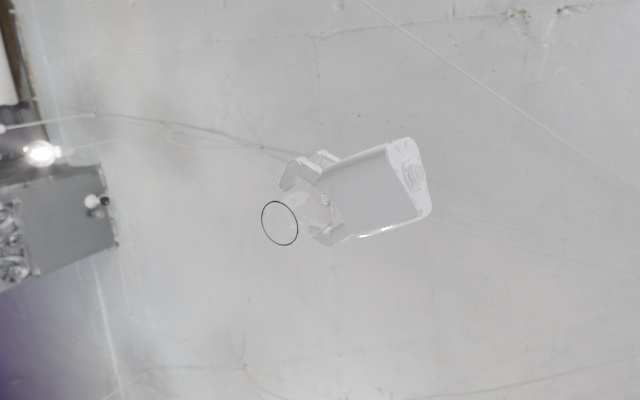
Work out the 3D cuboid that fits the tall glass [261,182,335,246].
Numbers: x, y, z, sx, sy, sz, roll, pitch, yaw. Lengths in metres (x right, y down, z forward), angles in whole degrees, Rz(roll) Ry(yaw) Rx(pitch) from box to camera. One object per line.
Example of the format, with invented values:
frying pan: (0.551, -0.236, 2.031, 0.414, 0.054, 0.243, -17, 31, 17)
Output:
tall glass: (0.000, 0.002, 0.700, 0.079, 0.079, 0.201, 0, 17, 35)
